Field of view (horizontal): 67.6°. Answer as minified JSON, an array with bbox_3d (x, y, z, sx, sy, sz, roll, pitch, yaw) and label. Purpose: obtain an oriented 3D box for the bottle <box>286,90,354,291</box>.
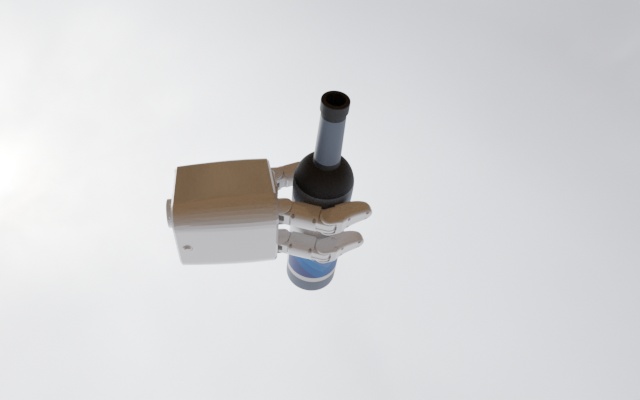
[{"bbox_3d":[0.000,0.002,0.546,0.069,0.069,0.296,0,-39,-7],"label":"bottle"}]
